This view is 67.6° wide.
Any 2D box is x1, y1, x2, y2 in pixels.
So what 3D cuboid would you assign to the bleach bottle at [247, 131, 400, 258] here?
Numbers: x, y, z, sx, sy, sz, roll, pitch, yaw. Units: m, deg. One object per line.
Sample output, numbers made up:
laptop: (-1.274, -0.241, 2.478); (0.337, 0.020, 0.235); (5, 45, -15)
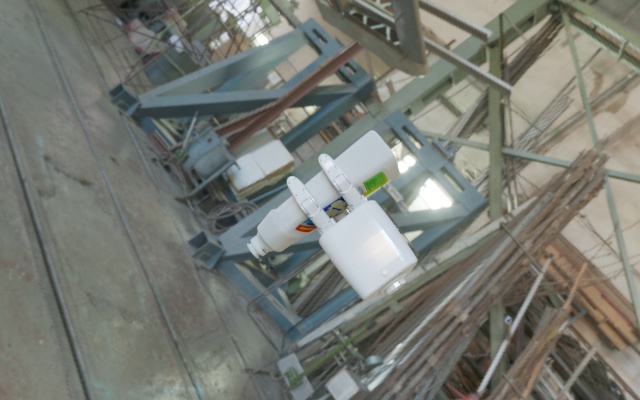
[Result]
bleach bottle: (0.000, 0.002, 0.720); (0.251, 0.068, 0.102); (-37, -20, 2)
